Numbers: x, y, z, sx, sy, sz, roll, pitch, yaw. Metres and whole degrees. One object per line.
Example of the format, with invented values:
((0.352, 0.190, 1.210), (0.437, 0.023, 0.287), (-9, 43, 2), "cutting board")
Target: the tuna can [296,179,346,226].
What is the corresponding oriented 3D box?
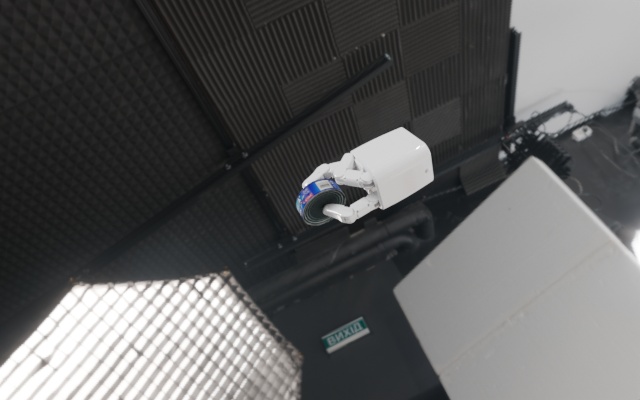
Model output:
((0.000, 0.002, 0.852), (0.086, 0.086, 0.033), (0, 41, -36), "tuna can")
